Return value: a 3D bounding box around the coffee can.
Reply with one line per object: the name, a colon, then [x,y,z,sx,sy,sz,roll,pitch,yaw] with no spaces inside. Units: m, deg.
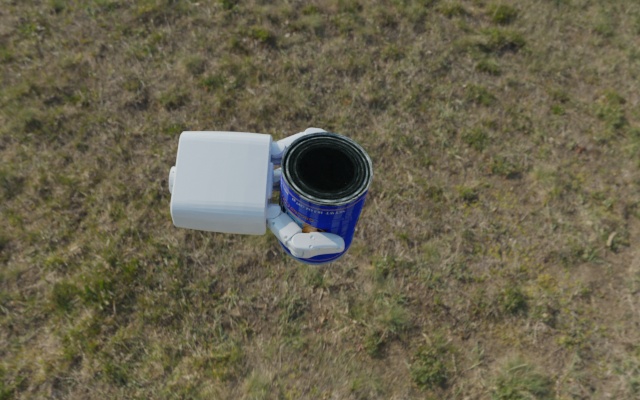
coffee can: [0.000,0.002,0.579,0.103,0.102,0.140,0,-34,-8]
